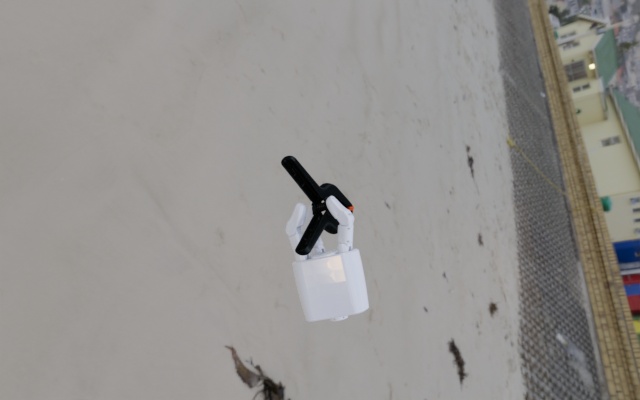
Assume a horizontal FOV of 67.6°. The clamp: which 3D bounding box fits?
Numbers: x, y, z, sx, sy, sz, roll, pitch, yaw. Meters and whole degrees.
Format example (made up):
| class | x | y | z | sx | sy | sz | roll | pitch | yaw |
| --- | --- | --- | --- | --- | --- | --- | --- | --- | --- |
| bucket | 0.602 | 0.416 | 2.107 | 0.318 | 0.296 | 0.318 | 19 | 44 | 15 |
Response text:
| class | x | y | z | sx | sy | sz | roll | pitch | yaw |
| --- | --- | --- | --- | --- | --- | --- | --- | --- | --- |
| clamp | 0.001 | 0.003 | 0.846 | 0.036 | 0.164 | 0.210 | -14 | -3 | 28 |
